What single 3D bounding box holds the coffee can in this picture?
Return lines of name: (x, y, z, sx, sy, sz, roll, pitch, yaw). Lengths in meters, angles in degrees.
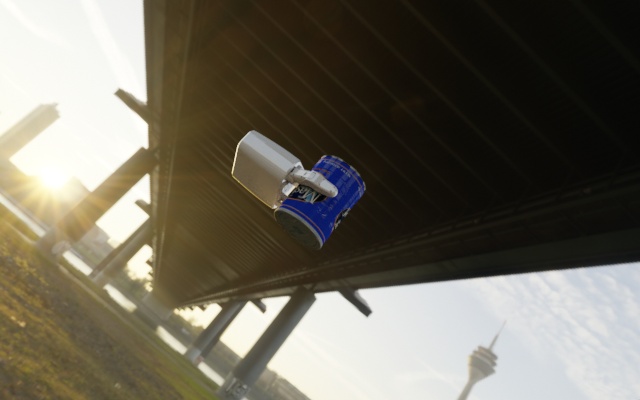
coffee can: (0.000, 0.003, 0.855, 0.103, 0.140, 0.103, 33, -23, 16)
